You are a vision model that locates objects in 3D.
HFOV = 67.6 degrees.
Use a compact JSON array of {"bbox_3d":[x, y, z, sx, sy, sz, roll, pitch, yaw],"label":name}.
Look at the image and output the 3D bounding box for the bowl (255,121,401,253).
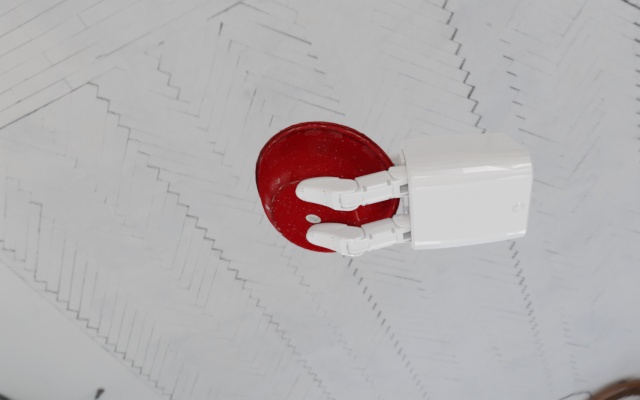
[{"bbox_3d":[-0.001,0.002,0.497,0.162,0.162,0.055,0,36,17],"label":"bowl"}]
